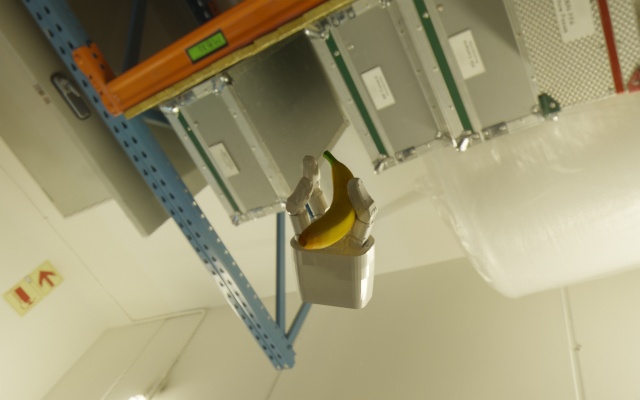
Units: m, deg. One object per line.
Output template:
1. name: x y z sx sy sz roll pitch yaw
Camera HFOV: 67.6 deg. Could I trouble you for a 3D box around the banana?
1. banana: 0.018 0.007 0.631 0.069 0.037 0.197 22 37 -6
